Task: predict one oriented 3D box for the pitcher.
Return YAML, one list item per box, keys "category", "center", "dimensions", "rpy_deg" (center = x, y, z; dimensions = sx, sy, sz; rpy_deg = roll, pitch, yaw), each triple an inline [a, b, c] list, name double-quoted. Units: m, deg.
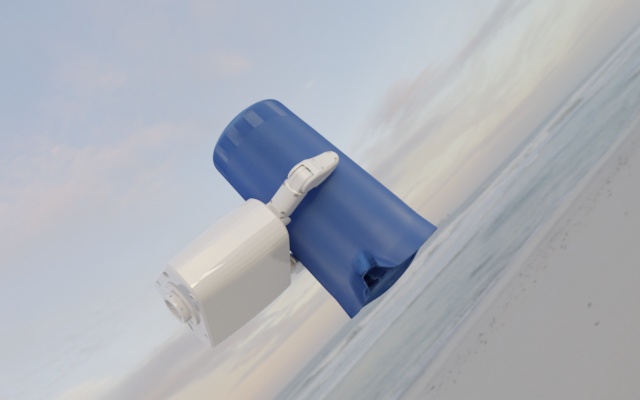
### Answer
- category: "pitcher"
  center: [0.000, 0.002, 0.542]
  dimensions: [0.145, 0.243, 0.149]
  rpy_deg: [-39, -14, -32]
